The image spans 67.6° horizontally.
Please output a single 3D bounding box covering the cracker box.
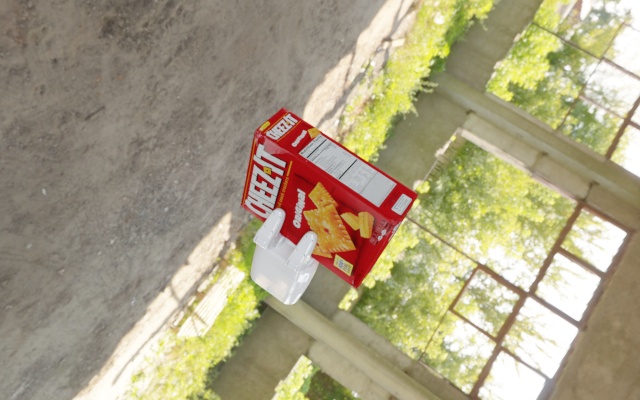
[{"bbox_3d":[0.000,0.002,0.648,0.213,0.164,0.072,34,50,10],"label":"cracker box"}]
